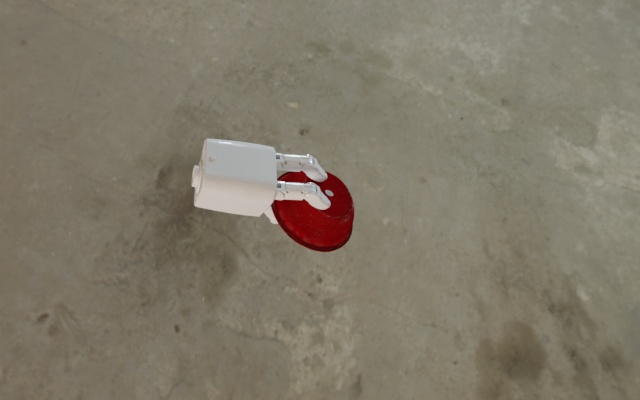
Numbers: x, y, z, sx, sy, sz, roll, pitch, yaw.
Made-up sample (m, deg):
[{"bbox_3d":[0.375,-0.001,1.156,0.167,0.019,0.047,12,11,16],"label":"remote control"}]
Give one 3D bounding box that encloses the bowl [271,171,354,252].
[{"bbox_3d":[0.001,0.002,0.799,0.162,0.162,0.055,0,-31,-36],"label":"bowl"}]
